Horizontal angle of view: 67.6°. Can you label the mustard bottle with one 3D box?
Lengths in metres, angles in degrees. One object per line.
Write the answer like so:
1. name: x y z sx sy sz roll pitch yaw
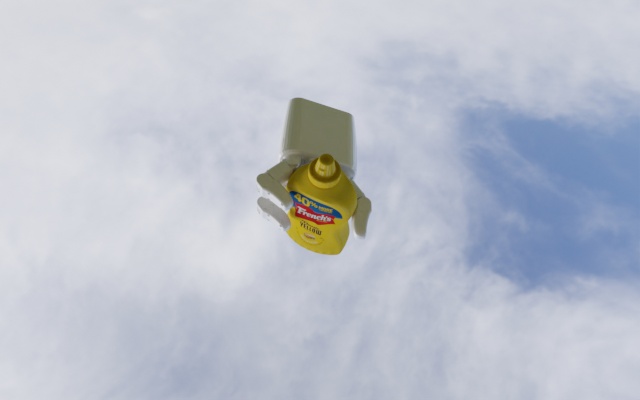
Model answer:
1. mustard bottle: 0.000 0.003 0.645 0.096 0.058 0.192 25 -32 11
